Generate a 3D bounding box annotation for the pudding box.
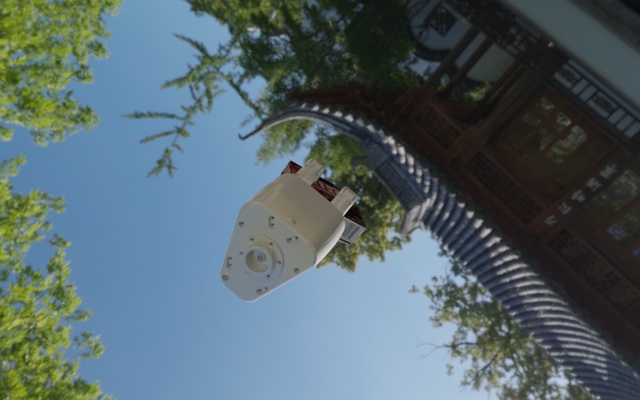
[{"bbox_3d":[0.000,0.002,0.644,0.113,0.039,0.090,30,22,-25],"label":"pudding box"}]
